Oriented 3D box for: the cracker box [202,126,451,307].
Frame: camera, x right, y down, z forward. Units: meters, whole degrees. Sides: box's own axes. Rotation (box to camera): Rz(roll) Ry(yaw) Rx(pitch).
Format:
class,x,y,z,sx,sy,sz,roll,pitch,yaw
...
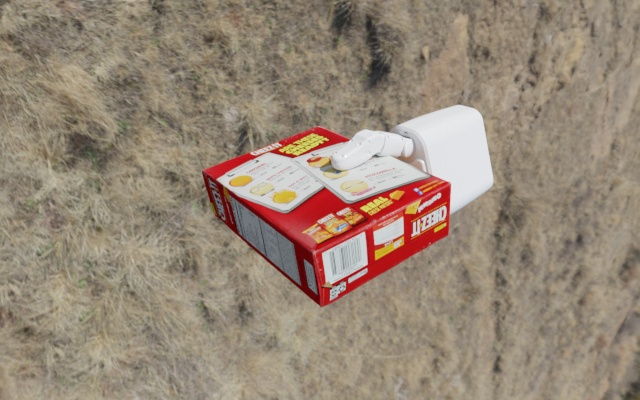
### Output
class,x,y,z,sx,sy,sz,roll,pitch,yaw
cracker box,0.000,0.002,0.501,0.164,0.072,0.213,-25,35,-28
